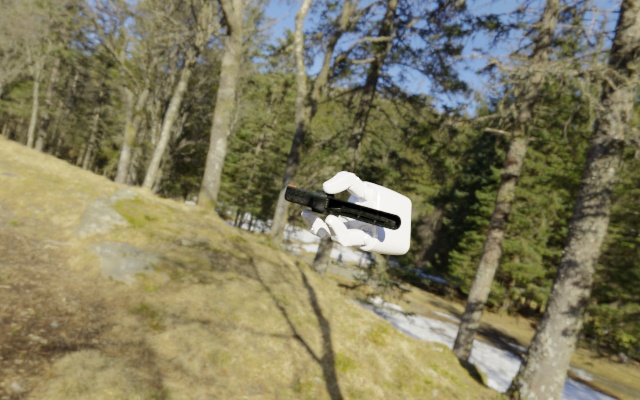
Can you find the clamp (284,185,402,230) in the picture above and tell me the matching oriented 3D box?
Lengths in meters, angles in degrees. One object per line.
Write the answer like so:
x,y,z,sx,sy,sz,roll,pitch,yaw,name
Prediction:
0.000,0.002,0.745,0.164,0.036,0.210,16,0,-45,clamp
